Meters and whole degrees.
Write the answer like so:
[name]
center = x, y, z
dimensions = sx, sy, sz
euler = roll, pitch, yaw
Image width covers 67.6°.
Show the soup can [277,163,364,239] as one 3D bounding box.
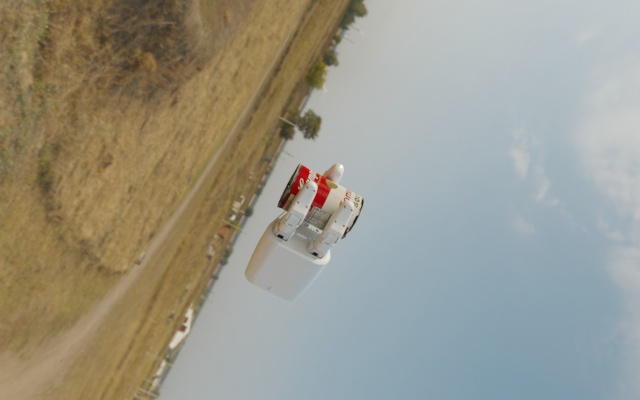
[soup can]
center = 0.001, 0.002, 0.661
dimensions = 0.102, 0.068, 0.068
euler = 28, -4, -7
